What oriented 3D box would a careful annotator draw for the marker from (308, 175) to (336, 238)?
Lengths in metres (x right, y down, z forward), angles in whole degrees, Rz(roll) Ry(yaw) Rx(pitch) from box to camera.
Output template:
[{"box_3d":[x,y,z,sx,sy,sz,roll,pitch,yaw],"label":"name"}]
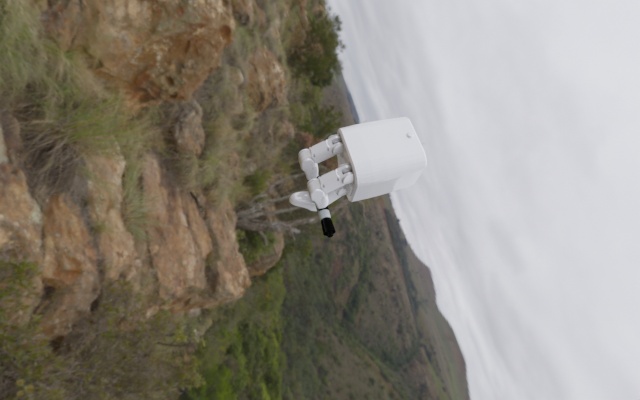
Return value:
[{"box_3d":[0.000,0.002,0.729,0.020,0.121,0.020,-12,-31,-7],"label":"marker"}]
